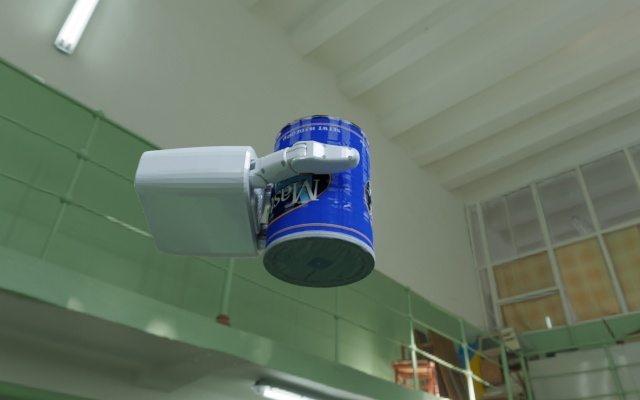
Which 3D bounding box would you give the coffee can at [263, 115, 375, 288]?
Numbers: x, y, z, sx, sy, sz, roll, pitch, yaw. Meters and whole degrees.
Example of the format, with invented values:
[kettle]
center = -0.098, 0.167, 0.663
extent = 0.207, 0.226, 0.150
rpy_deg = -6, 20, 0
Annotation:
[coffee can]
center = 0.000, 0.002, 0.474
extent = 0.103, 0.140, 0.103
rpy_deg = 1, -34, 1
